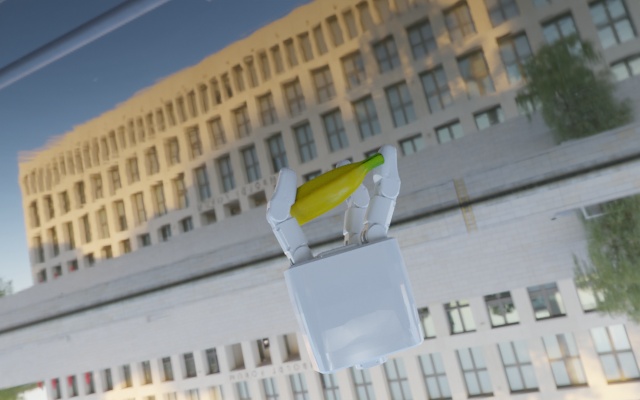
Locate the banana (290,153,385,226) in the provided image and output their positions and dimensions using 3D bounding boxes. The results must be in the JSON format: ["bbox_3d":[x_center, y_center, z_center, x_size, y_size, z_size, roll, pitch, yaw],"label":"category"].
[{"bbox_3d":[-0.012,0.004,0.528,0.069,0.037,0.198,-14,-10,-39],"label":"banana"}]
